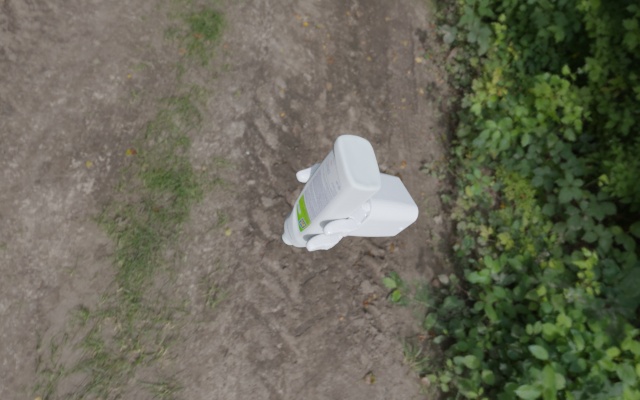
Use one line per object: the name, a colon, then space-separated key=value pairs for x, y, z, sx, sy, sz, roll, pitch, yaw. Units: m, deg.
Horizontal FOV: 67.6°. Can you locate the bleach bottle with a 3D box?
bleach bottle: x=0.000 y=0.003 z=0.798 sx=0.068 sy=0.102 sz=0.251 roll=5 pitch=-31 yaw=-31
